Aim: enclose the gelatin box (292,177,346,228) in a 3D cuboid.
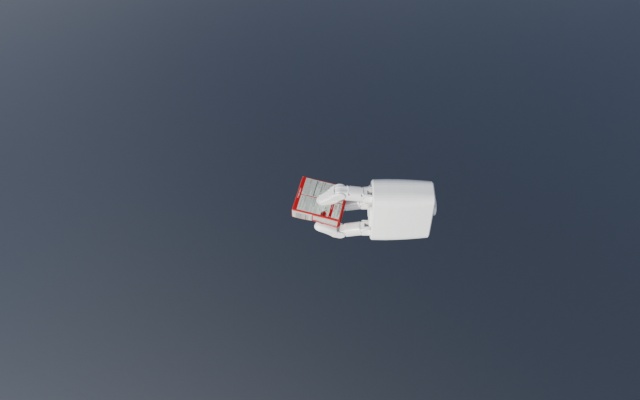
[{"bbox_3d":[0.000,0.003,0.856,0.089,0.073,0.030,14,-29,4],"label":"gelatin box"}]
